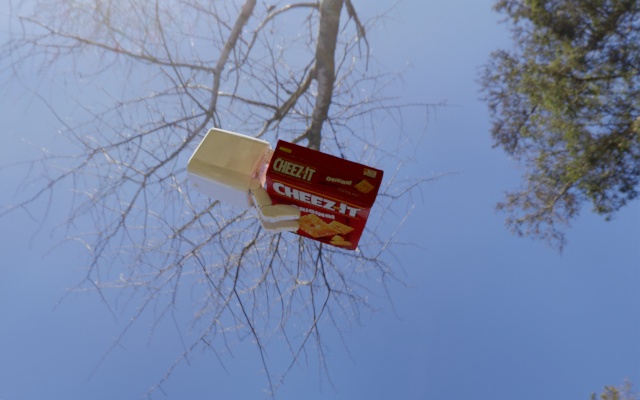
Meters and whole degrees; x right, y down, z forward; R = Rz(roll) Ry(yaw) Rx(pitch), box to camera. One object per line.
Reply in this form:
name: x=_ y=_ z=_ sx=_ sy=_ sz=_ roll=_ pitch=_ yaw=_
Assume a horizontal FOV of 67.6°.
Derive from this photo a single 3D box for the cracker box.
cracker box: x=0.000 y=0.002 z=0.779 sx=0.164 sy=0.072 sz=0.214 roll=17 pitch=-23 yaw=4
